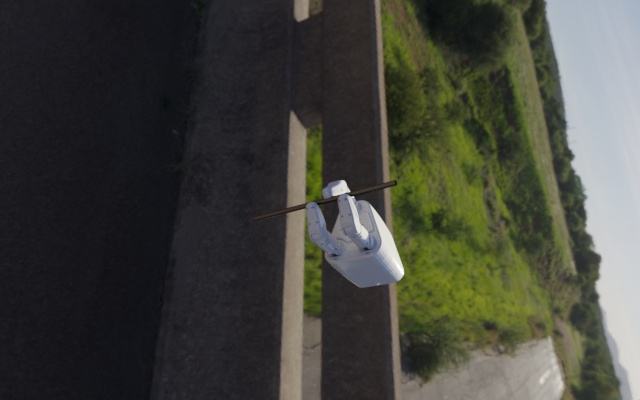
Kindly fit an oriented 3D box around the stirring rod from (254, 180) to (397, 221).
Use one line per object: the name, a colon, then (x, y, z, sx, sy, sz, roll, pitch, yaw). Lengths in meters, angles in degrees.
stirring rod: (0.000, 0.002, 0.714, 0.239, 0.011, 0.011, -14, -7, 26)
